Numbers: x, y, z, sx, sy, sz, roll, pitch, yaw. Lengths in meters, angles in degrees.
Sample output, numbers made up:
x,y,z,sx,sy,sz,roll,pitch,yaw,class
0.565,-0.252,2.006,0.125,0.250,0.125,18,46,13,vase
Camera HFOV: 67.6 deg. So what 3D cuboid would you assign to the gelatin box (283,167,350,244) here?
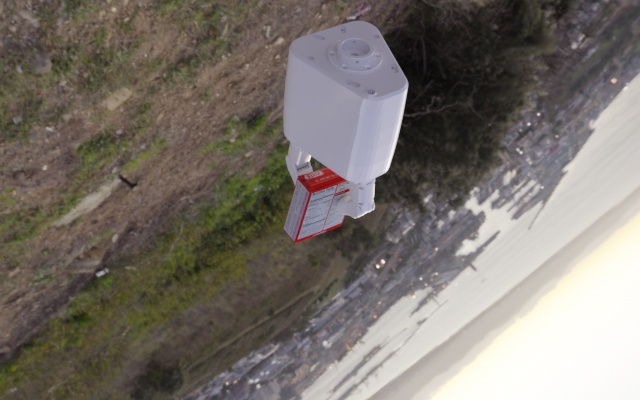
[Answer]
x,y,z,sx,sy,sz,roll,pitch,yaw,class
0.000,0.002,0.559,0.073,0.089,0.030,-20,53,-34,gelatin box
